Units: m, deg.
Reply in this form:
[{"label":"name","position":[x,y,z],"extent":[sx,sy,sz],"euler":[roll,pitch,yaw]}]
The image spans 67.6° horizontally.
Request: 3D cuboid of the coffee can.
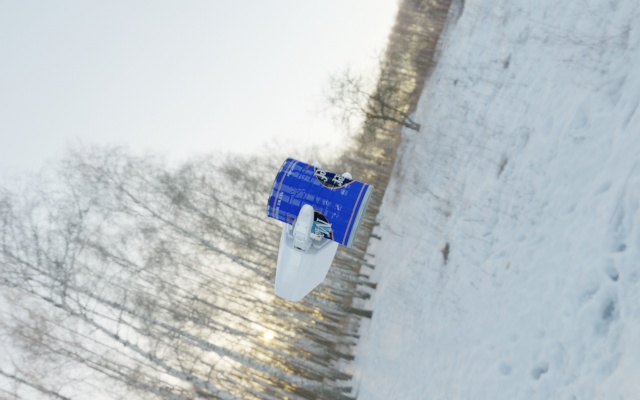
[{"label":"coffee can","position":[0.000,0.002,0.747],"extent":[0.140,0.103,0.103],"euler":[20,2,7]}]
